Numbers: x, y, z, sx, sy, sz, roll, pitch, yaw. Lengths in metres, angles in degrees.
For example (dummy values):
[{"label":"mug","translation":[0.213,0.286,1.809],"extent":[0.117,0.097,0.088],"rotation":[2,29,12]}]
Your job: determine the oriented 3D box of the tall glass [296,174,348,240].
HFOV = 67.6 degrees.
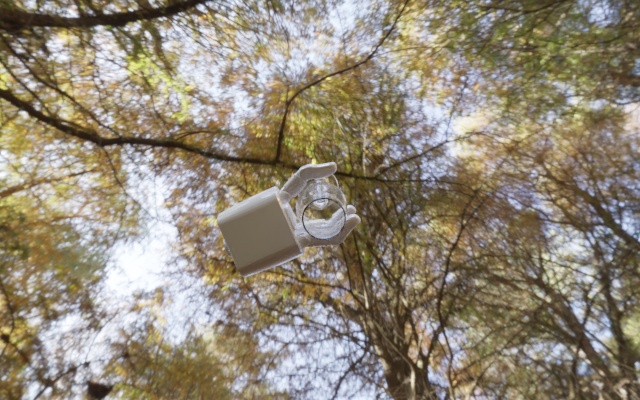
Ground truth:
[{"label":"tall glass","translation":[0.000,0.002,0.762],"extent":[0.079,0.079,0.201],"rotation":[0,14,-3]}]
